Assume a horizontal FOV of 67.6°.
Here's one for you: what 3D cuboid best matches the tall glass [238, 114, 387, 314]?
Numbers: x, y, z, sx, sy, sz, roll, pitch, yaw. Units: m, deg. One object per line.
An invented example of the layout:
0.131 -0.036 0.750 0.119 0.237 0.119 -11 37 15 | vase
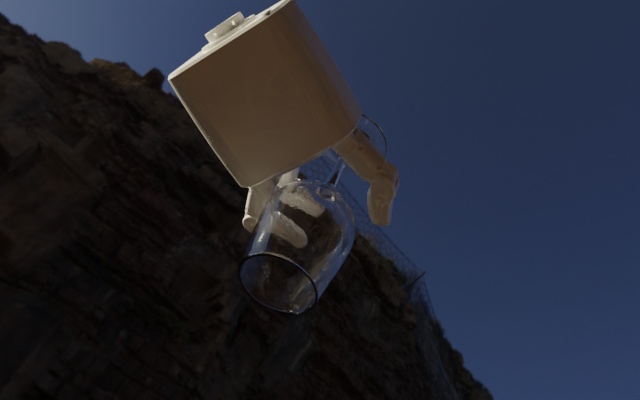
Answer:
0.000 0.001 0.413 0.079 0.079 0.201 0 37 23 | tall glass
